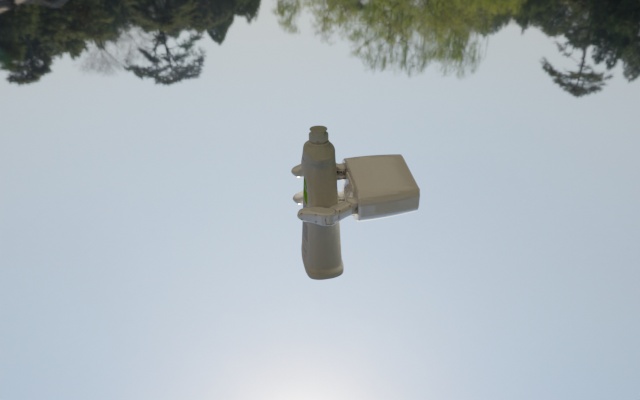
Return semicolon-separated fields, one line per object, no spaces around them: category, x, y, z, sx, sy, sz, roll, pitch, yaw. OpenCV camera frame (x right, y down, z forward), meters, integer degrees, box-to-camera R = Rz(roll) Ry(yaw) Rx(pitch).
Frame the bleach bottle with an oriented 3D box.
bleach bottle;0.000;0.003;0.786;0.068;0.251;0.102;-7;31;-10
